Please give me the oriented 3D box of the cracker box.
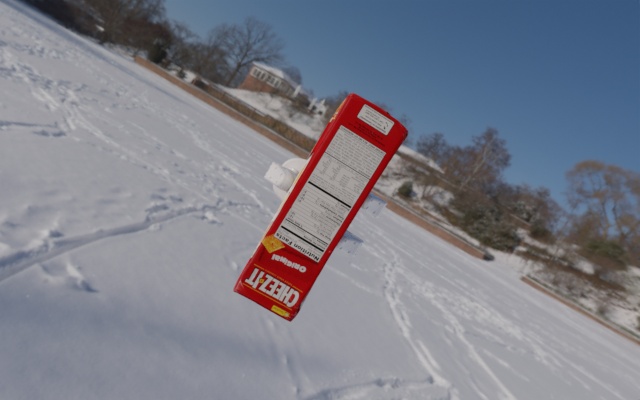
[{"bbox_3d":[0.000,0.001,0.511,0.072,0.214,0.164,31,4,-4],"label":"cracker box"}]
